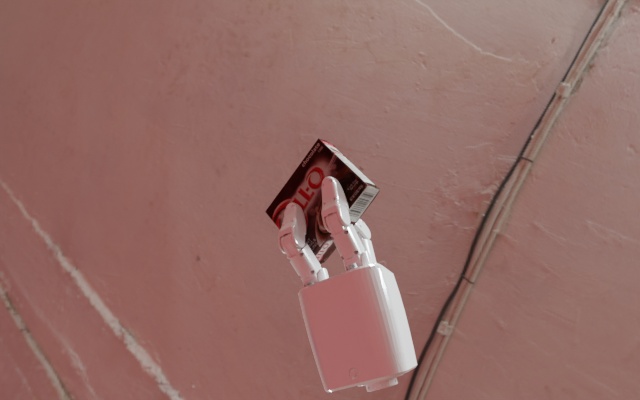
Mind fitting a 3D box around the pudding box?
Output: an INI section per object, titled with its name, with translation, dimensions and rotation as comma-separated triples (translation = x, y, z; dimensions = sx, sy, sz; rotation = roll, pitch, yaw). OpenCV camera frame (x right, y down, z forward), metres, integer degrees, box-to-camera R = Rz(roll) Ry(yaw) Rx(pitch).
[pudding box]
translation = 0.000, 0.002, 0.540
dimensions = 0.090, 0.113, 0.039
rotation = 47, 16, 32
